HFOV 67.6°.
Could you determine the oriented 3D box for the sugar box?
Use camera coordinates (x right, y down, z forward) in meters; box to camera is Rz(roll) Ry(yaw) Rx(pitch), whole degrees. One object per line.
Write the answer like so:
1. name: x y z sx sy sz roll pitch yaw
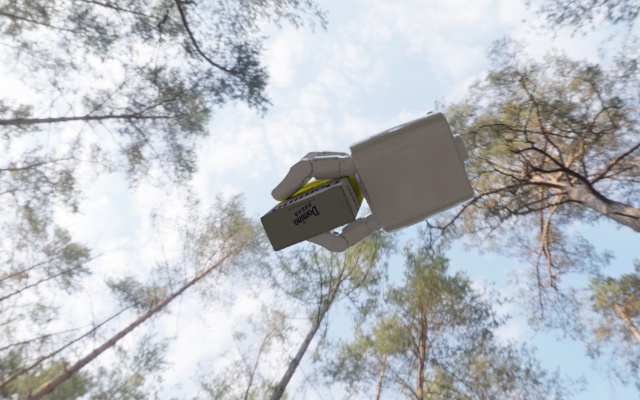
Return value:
1. sugar box: 0.000 0.001 0.554 0.093 0.048 0.176 -22 4 12
